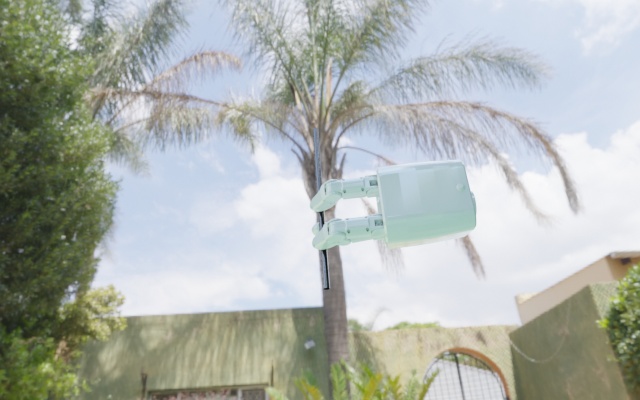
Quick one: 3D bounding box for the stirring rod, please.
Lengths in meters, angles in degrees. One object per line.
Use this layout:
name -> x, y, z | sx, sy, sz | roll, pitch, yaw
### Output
stirring rod -> 0.000, 0.002, 0.638 | 0.011, 0.239, 0.011 | -3, -29, -2
